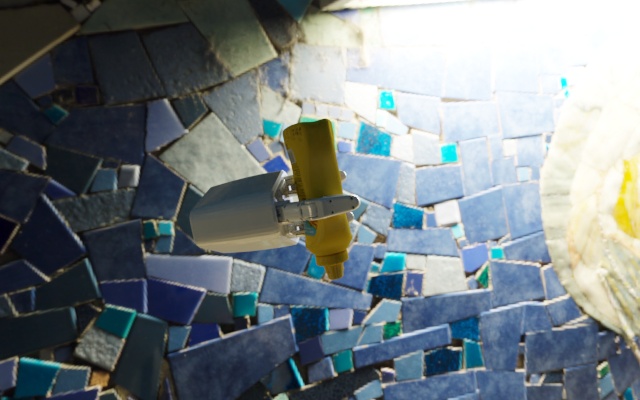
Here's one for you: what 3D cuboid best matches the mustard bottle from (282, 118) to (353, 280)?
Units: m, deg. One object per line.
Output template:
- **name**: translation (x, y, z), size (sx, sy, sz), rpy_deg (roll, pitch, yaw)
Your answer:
- **mustard bottle**: translation (0.000, 0.002, 0.579), size (0.058, 0.191, 0.096), rpy_deg (-12, 4, -15)
